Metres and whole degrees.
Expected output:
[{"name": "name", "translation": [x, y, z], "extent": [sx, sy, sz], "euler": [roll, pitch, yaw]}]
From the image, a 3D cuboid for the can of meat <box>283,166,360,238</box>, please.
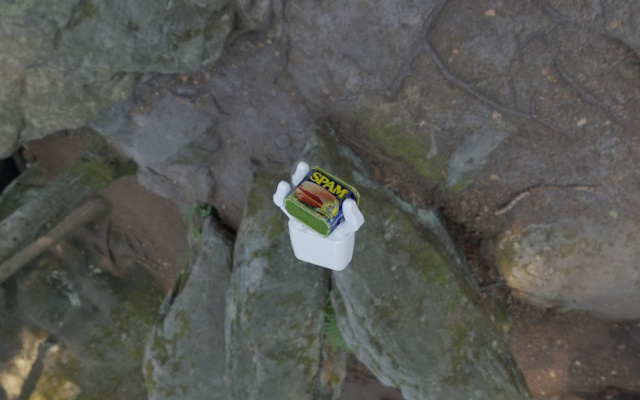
[{"name": "can of meat", "translation": [0.000, 0.003, 0.805], "extent": [0.102, 0.084, 0.057], "euler": [32, -30, 19]}]
